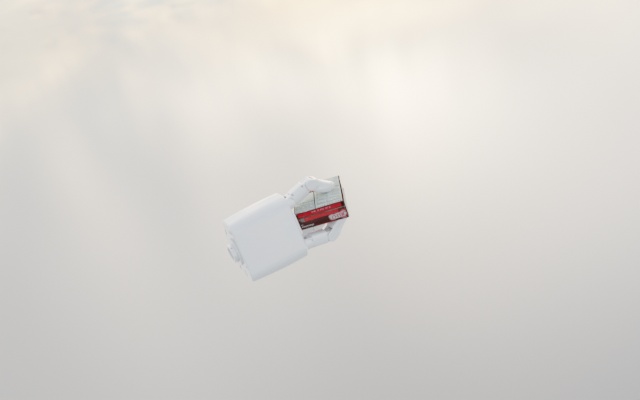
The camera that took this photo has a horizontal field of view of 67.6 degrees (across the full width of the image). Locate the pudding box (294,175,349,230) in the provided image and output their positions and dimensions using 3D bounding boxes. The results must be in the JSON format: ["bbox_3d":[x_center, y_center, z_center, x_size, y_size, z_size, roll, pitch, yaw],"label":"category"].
[{"bbox_3d":[0.000,0.003,0.850,0.090,0.039,0.113,-15,28,5],"label":"pudding box"}]
